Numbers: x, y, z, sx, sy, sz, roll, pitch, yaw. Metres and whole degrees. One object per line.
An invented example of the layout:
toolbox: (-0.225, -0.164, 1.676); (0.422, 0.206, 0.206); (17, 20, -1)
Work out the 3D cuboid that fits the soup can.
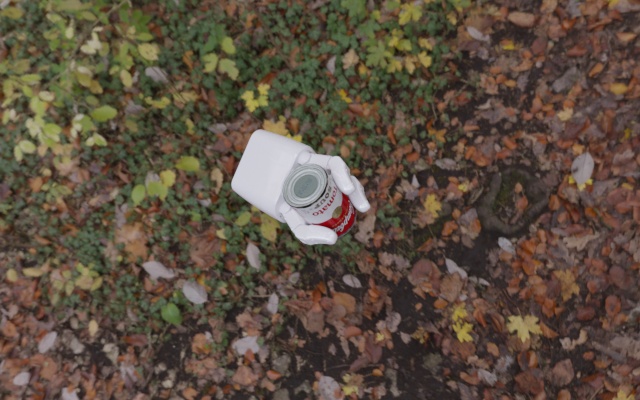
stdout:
soup can: (0.000, 0.002, 0.659); (0.068, 0.068, 0.102); (0, -27, 28)
